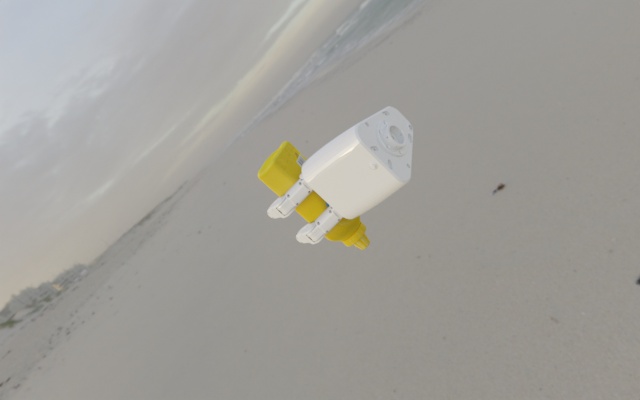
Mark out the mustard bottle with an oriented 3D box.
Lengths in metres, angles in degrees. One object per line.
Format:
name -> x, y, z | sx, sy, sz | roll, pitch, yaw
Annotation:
mustard bottle -> 0.000, 0.002, 0.687 | 0.058, 0.192, 0.096 | -43, 13, 20
